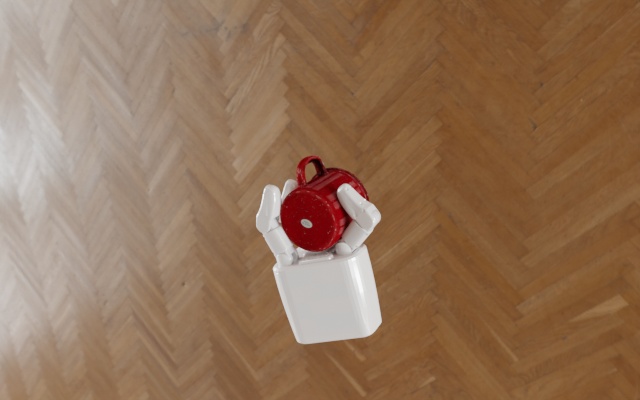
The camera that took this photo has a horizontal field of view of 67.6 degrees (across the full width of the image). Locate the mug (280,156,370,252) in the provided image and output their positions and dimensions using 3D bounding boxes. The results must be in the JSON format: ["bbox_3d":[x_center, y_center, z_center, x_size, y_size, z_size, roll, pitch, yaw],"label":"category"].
[{"bbox_3d":[0.000,0.001,0.593,0.093,0.117,0.081,-8,13,32],"label":"mug"}]
